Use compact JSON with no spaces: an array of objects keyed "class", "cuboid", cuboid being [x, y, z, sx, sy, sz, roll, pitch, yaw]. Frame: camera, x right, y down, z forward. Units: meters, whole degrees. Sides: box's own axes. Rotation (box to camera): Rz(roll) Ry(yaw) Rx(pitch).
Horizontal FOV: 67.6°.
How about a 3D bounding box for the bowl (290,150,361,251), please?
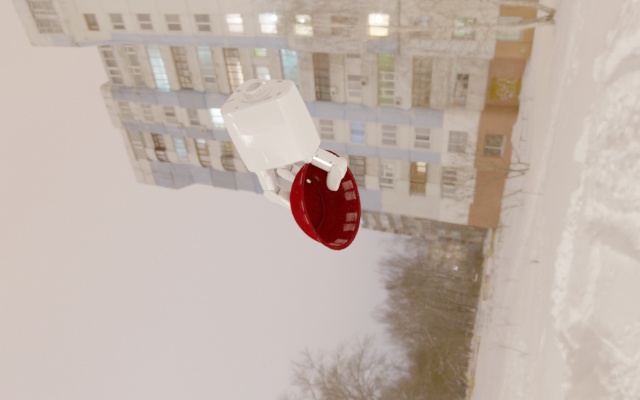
[{"class":"bowl","cuboid":[0.000,0.004,0.769,0.055,0.162,0.162,-12,-7,36]}]
